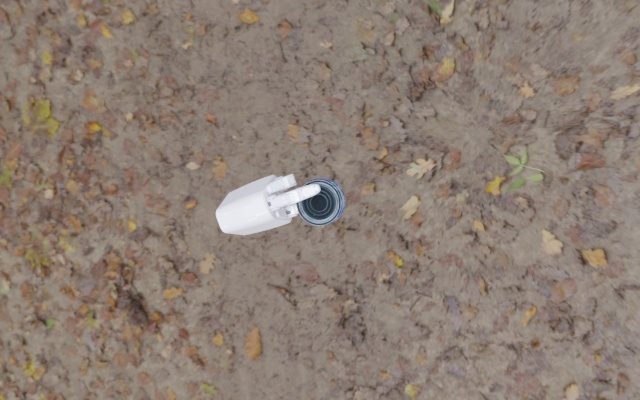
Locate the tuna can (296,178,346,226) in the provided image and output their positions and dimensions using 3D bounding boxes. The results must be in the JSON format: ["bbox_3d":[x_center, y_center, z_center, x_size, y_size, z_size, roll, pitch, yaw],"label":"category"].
[{"bbox_3d":[0.000,0.003,0.856,0.086,0.086,0.034,0,6,13],"label":"tuna can"}]
